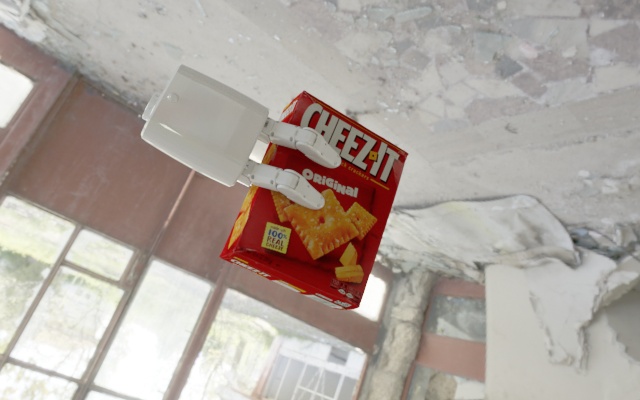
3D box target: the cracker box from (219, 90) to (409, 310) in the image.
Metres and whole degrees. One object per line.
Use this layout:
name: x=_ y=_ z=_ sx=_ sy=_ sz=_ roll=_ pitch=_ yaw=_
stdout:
cracker box: x=0.000 y=0.002 z=0.574 sx=0.164 sy=0.213 sz=0.072 roll=28 pitch=-21 yaw=-18
